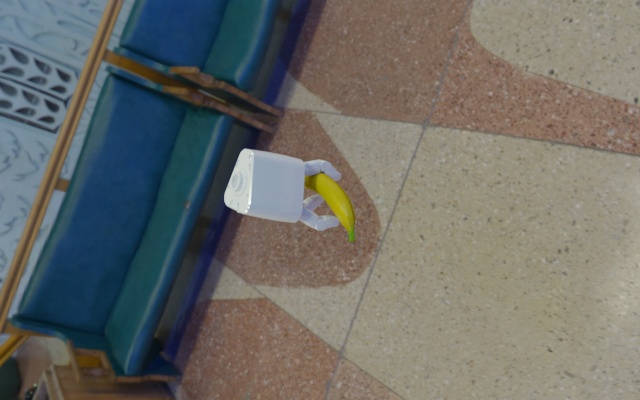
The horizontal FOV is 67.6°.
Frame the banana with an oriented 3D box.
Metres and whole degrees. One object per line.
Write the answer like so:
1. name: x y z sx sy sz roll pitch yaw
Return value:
1. banana: 0.008 -0.010 0.864 0.037 0.070 0.197 -1 36 -37
